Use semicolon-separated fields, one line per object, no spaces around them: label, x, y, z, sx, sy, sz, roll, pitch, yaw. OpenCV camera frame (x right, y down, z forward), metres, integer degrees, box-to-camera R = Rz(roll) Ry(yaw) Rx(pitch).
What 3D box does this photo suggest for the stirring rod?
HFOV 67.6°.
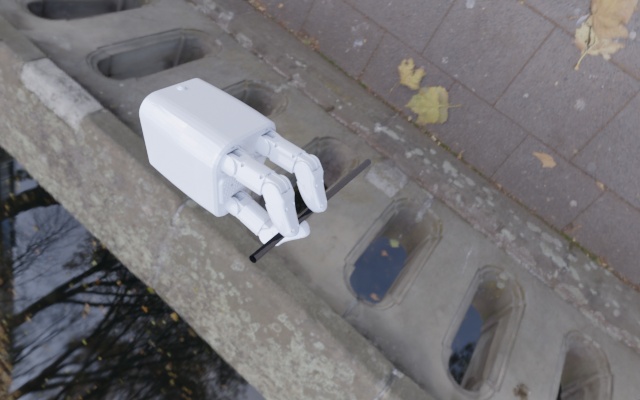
stirring rod;0.000;0.002;0.518;0.011;0.011;0.239;0;25;34
